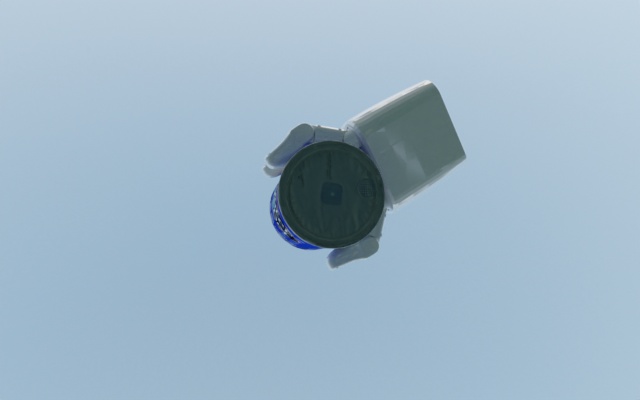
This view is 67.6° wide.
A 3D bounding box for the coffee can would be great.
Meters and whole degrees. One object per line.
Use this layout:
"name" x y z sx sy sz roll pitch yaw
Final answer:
"coffee can" 0.000 0.002 0.514 0.103 0.103 0.140 0 -7 -10
